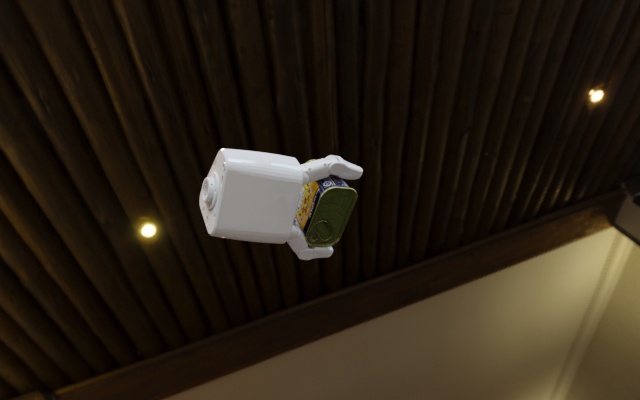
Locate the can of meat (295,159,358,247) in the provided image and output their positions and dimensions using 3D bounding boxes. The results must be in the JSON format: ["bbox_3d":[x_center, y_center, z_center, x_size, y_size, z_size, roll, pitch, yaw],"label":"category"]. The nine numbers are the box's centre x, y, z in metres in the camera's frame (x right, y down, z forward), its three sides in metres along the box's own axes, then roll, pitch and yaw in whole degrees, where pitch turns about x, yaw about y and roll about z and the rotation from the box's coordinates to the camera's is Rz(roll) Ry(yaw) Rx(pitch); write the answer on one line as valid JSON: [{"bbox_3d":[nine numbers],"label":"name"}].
[{"bbox_3d":[0.000,0.002,0.696,0.057,0.102,0.084,4,32,-29],"label":"can of meat"}]
